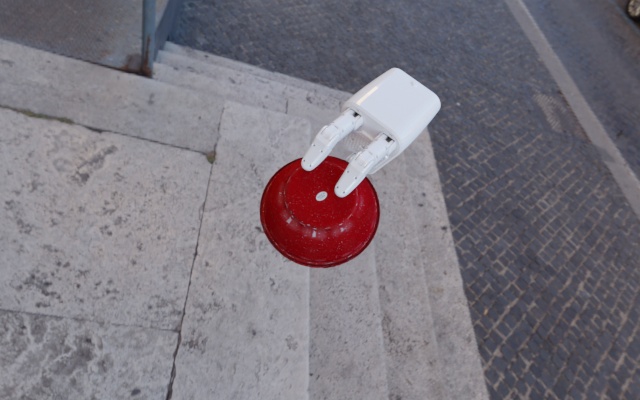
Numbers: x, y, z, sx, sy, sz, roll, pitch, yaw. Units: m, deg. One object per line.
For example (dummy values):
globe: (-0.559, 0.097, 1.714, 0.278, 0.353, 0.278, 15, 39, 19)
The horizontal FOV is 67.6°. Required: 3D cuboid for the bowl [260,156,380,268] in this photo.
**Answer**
bowl: (0.000, 0.003, 0.614, 0.162, 0.162, 0.055, 0, -22, -2)
